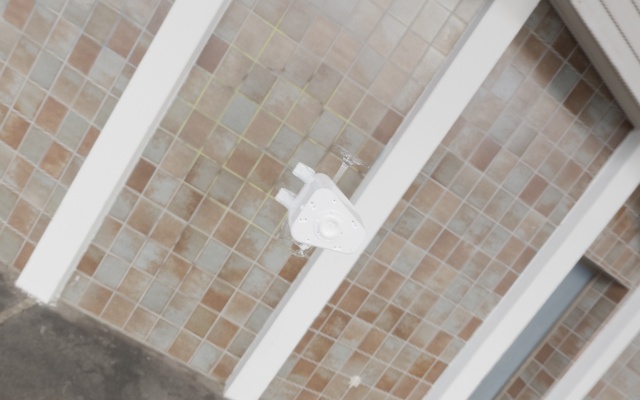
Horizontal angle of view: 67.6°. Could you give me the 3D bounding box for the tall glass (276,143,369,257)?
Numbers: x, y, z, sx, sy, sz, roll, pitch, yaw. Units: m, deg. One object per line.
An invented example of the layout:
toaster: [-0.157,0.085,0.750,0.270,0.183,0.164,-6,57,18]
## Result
tall glass: [0.001,0.002,0.845,0.079,0.201,0.079,33,9,-6]
